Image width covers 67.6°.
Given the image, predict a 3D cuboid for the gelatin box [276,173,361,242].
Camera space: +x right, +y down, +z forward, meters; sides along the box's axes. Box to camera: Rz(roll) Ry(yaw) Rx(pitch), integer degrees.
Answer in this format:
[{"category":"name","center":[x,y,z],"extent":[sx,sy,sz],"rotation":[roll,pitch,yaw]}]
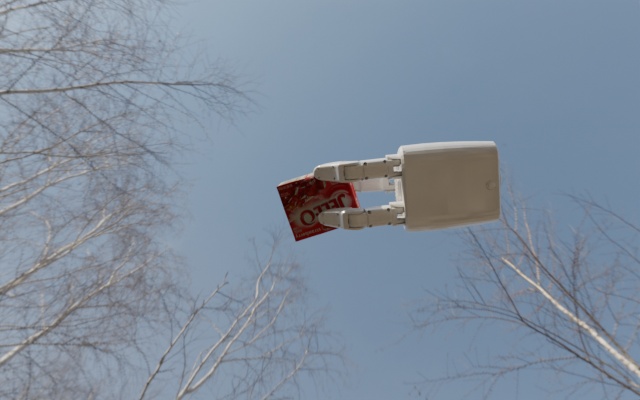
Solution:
[{"category":"gelatin box","center":[0.000,0.002,0.585],"extent":[0.089,0.073,0.030],"rotation":[-17,9,11]}]
